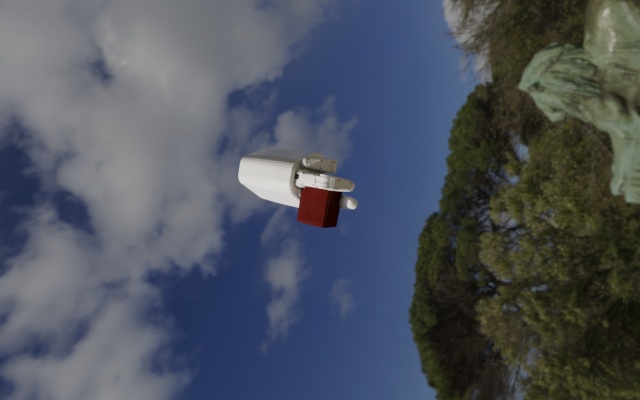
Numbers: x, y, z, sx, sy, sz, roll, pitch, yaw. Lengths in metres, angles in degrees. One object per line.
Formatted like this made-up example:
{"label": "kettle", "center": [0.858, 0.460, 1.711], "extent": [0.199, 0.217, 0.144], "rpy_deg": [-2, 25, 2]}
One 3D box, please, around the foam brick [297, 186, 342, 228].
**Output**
{"label": "foam brick", "center": [0.000, 0.003, 0.783], "extent": [0.051, 0.078, 0.053], "rpy_deg": [10, 1, 25]}
